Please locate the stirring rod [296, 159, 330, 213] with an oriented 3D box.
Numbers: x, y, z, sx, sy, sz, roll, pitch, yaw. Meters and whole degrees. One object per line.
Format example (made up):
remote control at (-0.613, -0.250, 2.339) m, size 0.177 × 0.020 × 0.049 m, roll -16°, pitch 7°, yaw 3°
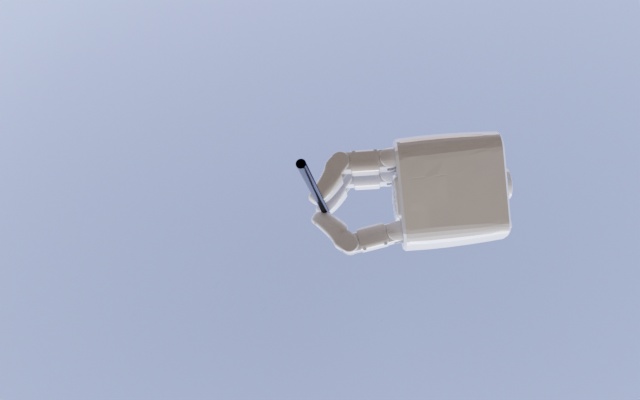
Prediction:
stirring rod at (0.000, 0.002, 0.473) m, size 0.011 × 0.011 × 0.239 m, roll 0°, pitch -14°, yaw 7°
